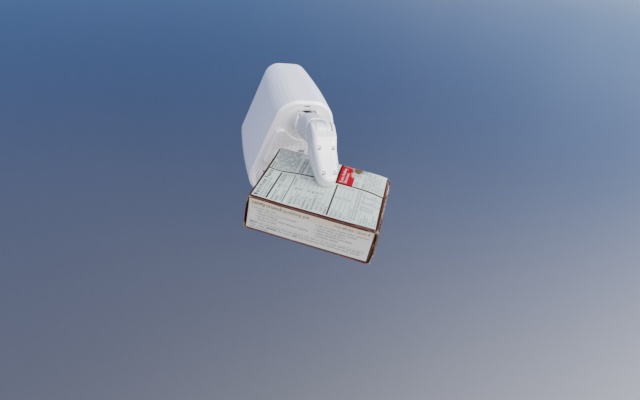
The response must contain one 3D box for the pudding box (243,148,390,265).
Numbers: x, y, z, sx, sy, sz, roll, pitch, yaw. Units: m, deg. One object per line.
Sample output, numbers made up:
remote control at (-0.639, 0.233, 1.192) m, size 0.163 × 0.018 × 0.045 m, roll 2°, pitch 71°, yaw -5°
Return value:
pudding box at (0.000, 0.001, 0.421) m, size 0.113 × 0.039 × 0.090 m, roll 15°, pitch 36°, yaw 6°
